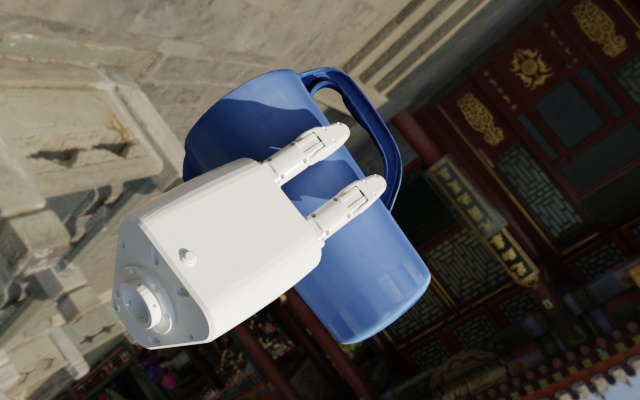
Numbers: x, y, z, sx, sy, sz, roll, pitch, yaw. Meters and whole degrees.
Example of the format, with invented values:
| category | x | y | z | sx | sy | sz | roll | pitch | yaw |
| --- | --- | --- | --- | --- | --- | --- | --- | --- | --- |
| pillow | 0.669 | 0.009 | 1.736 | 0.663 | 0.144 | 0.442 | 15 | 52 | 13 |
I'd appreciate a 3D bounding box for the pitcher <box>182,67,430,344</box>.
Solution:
| category | x | y | z | sx | sy | sz | roll | pitch | yaw |
| --- | --- | --- | --- | --- | --- | --- | --- | --- | --- |
| pitcher | 0.000 | 0.002 | 0.455 | 0.145 | 0.243 | 0.149 | -32 | -7 | -47 |
